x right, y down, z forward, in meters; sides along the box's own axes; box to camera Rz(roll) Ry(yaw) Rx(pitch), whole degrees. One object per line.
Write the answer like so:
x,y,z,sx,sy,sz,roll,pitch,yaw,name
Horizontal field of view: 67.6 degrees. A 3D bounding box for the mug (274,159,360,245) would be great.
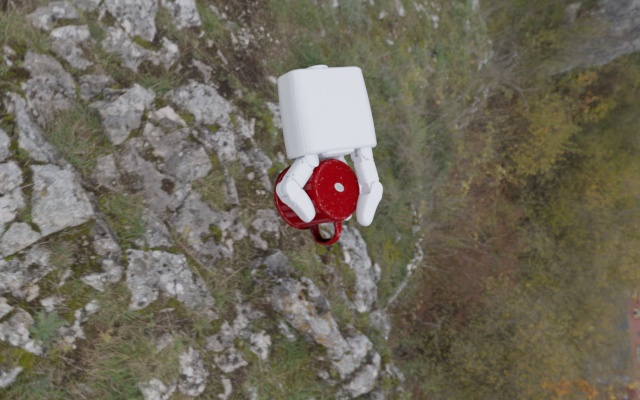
0.000,0.004,0.639,0.093,0.117,0.081,-9,-1,-40,mug
